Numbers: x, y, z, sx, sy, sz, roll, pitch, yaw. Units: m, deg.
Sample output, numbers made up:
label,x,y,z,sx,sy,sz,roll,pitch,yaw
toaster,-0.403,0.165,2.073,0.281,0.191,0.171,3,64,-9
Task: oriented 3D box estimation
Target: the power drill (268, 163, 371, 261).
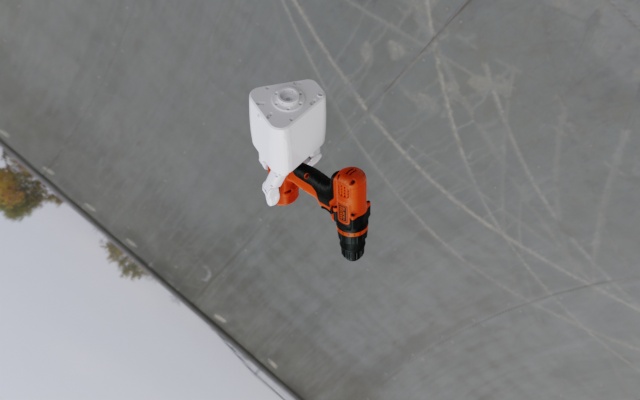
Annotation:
label,x,y,z,sx,sy,sz,roll,pitch,yaw
power drill,0.000,0.002,0.806,0.187,0.185,0.057,25,45,30
